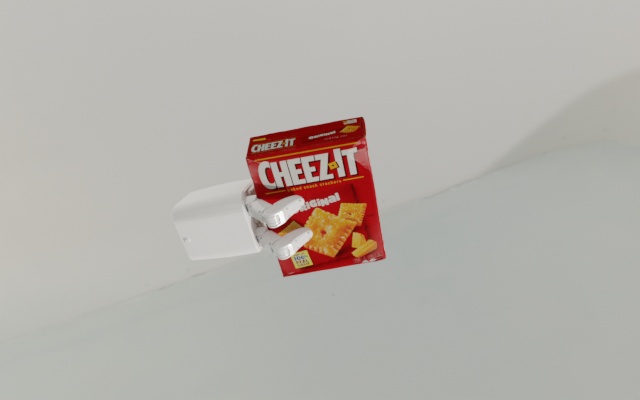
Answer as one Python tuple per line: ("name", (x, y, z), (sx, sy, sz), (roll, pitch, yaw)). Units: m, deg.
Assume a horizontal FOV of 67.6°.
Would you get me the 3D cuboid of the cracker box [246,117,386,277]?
("cracker box", (0.000, 0.002, 0.693), (0.164, 0.214, 0.072), (-10, 33, 6))
